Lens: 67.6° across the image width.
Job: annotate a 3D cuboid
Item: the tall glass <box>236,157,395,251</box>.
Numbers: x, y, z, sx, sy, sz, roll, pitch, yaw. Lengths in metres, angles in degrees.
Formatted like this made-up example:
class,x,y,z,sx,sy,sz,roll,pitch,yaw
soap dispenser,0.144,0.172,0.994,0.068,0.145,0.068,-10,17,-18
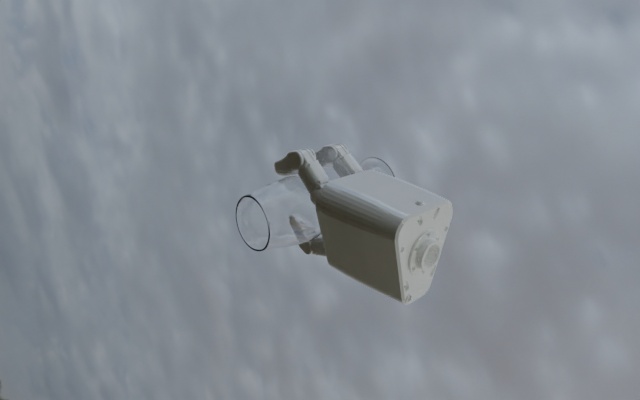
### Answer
class,x,y,z,sx,sy,sz,roll,pitch,yaw
tall glass,0.000,0.002,0.568,0.201,0.079,0.079,-17,11,-40
